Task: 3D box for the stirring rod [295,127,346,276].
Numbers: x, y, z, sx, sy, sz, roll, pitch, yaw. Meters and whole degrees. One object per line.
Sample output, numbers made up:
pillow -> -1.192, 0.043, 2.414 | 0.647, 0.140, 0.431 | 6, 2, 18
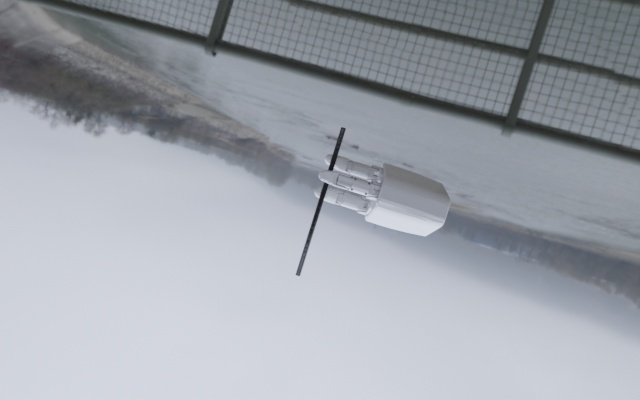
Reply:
stirring rod -> 0.000, 0.002, 0.743 | 0.011, 0.239, 0.011 | 17, 2, -1
